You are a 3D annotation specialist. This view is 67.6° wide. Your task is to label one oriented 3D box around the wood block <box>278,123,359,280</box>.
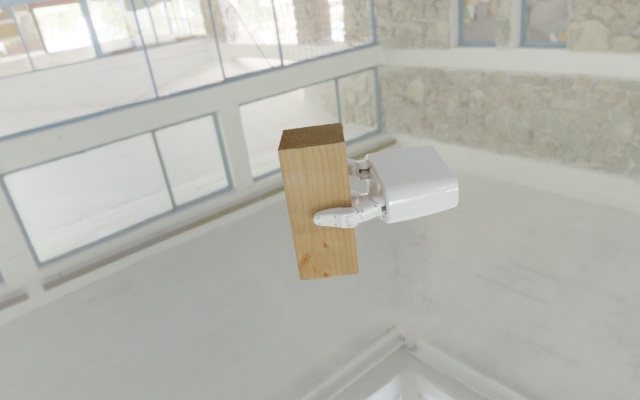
[{"bbox_3d":[0.001,0.002,0.699,0.090,0.206,0.090,-7,25,3],"label":"wood block"}]
